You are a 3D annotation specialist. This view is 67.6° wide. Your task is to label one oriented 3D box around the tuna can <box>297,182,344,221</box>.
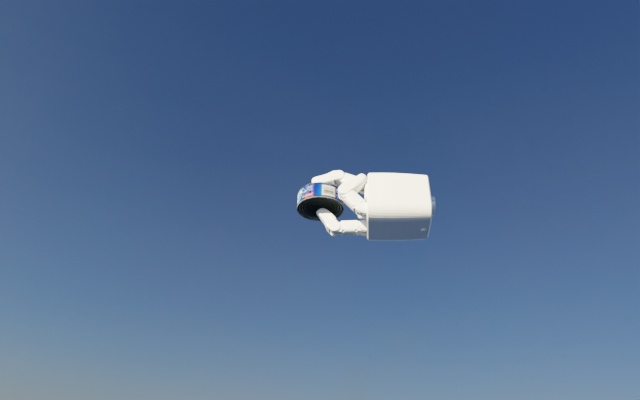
[{"bbox_3d":[0.000,0.002,0.872,0.086,0.033,0.086,1,-32,1],"label":"tuna can"}]
